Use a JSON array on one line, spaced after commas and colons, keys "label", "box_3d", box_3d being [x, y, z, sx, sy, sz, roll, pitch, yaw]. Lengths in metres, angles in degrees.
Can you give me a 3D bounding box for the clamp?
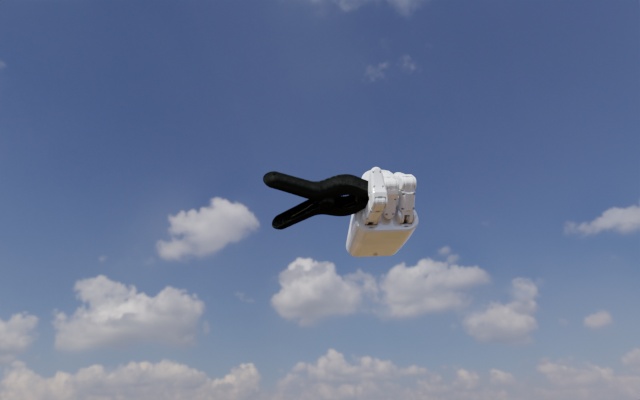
[{"label": "clamp", "box_3d": [0.000, 0.002, 0.705, 0.171, 0.039, 0.120, 2, -33, -7]}]
